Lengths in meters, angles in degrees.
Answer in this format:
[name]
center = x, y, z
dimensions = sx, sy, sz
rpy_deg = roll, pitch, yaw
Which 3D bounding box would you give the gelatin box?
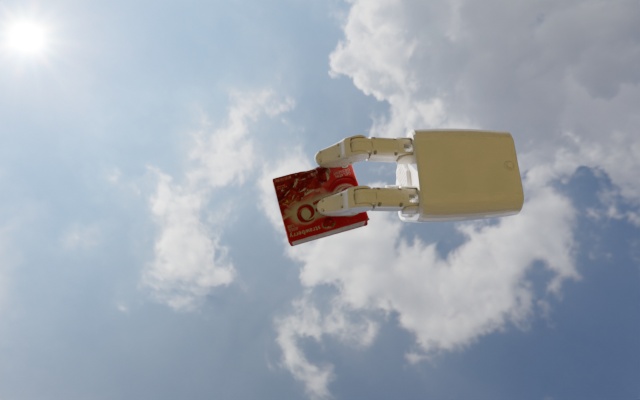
[gelatin box]
center = 0.000, 0.002, 0.514
dimensions = 0.089, 0.073, 0.030
rpy_deg = -15, -16, -3
